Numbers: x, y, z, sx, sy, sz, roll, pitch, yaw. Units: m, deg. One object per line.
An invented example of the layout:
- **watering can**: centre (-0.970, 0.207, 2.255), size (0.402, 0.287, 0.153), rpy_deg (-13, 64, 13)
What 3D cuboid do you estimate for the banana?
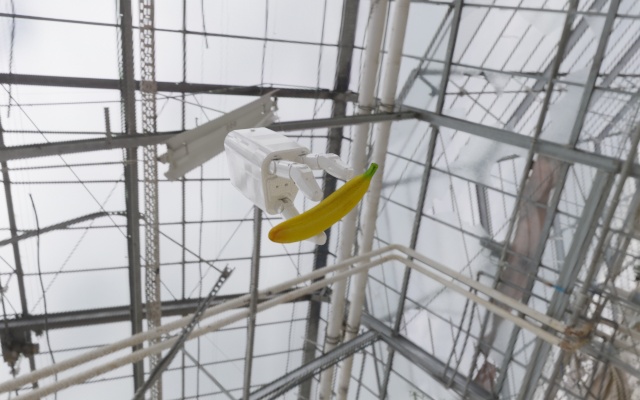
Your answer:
- **banana**: centre (0.004, 0.013, 0.684), size (0.197, 0.070, 0.037), rpy_deg (-36, 55, -25)
